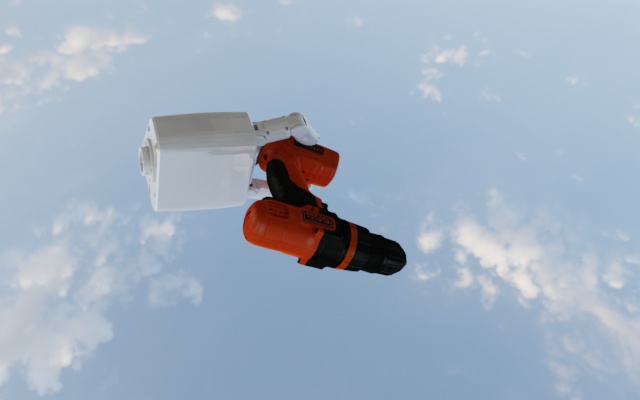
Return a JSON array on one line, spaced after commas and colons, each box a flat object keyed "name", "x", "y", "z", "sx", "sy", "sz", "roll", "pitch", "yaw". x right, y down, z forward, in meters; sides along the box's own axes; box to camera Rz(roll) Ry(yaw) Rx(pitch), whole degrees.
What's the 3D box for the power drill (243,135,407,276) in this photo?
[{"name": "power drill", "x": 0.000, "y": 0.001, "z": 0.547, "sx": 0.184, "sy": 0.057, "sz": 0.187, "roll": 19, "pitch": 30, "yaw": -23}]
